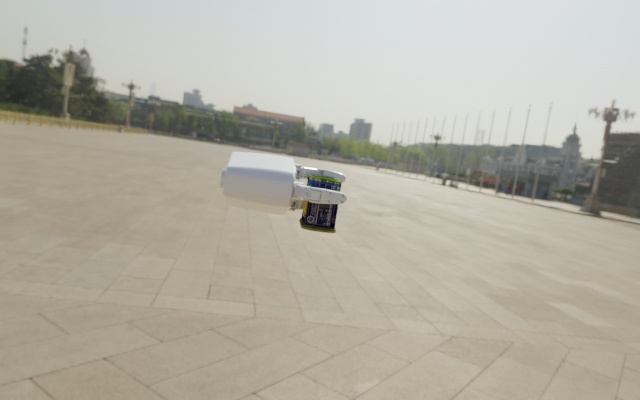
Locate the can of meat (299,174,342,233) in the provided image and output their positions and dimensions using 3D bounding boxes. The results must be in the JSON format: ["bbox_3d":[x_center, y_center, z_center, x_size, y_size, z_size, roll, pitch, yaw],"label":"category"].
[{"bbox_3d":[0.000,0.002,0.788,0.057,0.084,0.102,8,5,-5],"label":"can of meat"}]
